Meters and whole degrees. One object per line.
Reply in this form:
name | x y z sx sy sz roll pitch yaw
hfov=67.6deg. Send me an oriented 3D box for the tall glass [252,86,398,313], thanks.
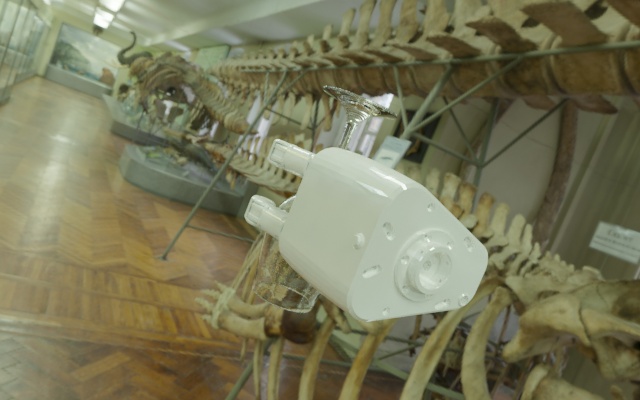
tall glass | 0.000 0.001 0.449 0.079 0.201 0.079 22 5 -2
